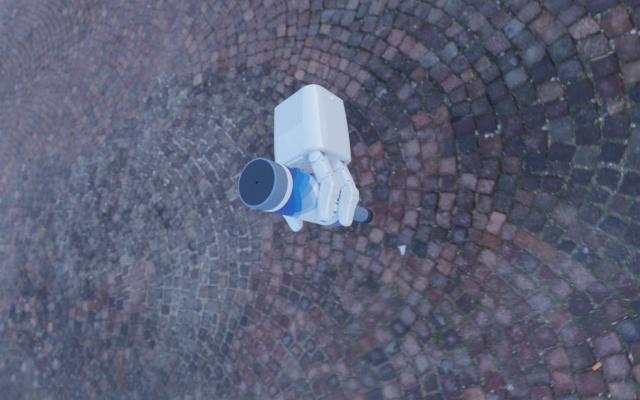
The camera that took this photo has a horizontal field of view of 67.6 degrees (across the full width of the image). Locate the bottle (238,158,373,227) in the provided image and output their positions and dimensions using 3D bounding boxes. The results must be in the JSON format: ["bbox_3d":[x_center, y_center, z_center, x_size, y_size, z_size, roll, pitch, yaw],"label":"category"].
[{"bbox_3d":[0.000,0.002,0.736,0.069,0.069,0.296,0,-10,35],"label":"bottle"}]
